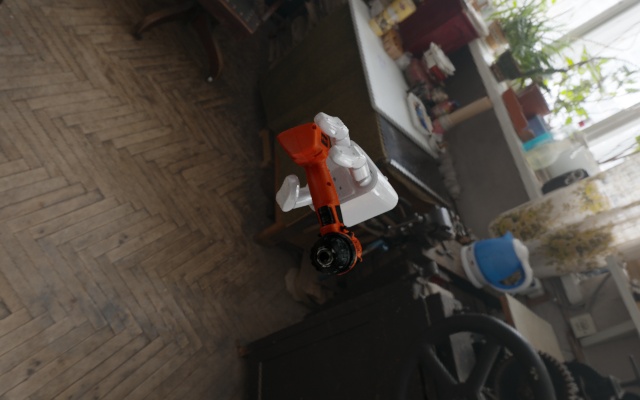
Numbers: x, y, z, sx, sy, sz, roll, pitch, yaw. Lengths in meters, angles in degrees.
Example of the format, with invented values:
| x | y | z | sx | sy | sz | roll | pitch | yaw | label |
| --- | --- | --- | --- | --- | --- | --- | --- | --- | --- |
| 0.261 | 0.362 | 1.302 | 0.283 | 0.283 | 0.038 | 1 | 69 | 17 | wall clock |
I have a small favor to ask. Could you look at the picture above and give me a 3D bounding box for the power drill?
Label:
| x | y | z | sx | sy | sz | roll | pitch | yaw | label |
| --- | --- | --- | --- | --- | --- | --- | --- | --- | --- |
| 0.000 | 0.002 | 0.604 | 0.057 | 0.187 | 0.184 | -17 | -7 | 7 | power drill |
